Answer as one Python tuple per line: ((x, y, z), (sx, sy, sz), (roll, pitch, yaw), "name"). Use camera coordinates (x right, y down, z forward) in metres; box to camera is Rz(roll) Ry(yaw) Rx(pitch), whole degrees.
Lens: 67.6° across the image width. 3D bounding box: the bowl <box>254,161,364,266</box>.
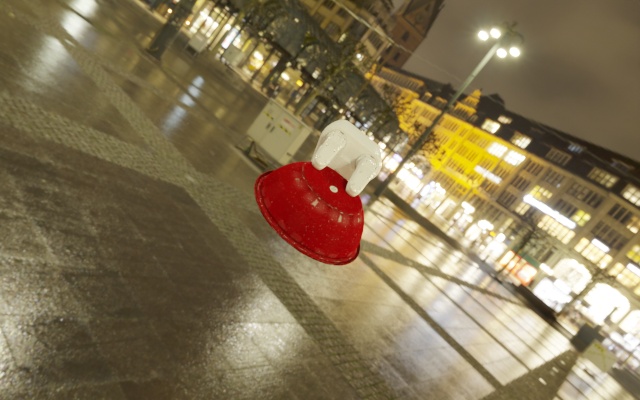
((0.000, 0.002, 0.596), (0.162, 0.162, 0.055), (0, -43, -51), "bowl")
